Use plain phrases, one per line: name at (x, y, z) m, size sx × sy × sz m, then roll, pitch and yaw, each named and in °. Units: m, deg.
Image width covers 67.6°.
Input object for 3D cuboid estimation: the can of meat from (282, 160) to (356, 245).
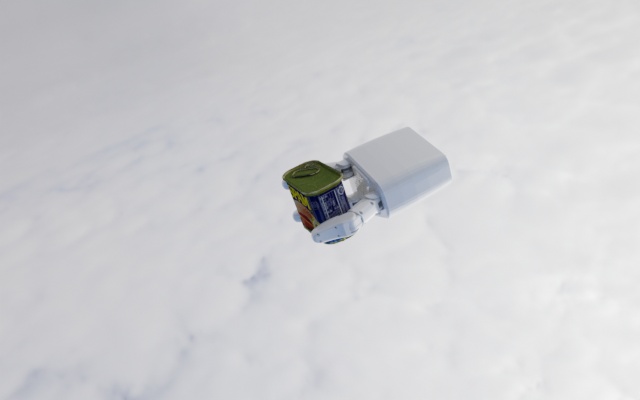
can of meat at (0.000, 0.002, 0.636) m, size 0.057 × 0.084 × 0.102 m, roll -28°, pitch 27°, yaw -15°
